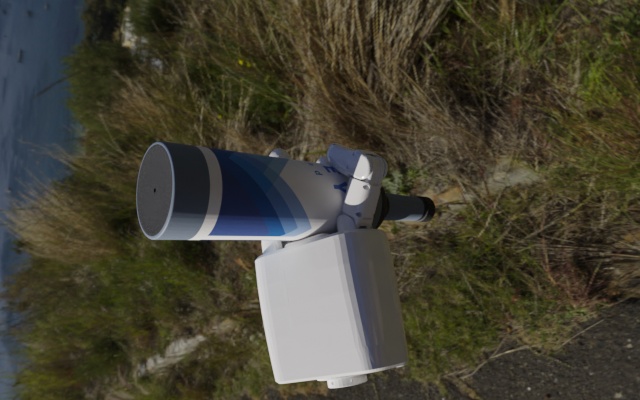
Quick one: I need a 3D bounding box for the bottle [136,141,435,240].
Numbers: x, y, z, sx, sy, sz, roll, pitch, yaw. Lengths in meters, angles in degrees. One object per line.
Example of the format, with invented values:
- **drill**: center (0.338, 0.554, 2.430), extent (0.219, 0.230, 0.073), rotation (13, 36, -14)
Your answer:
- **bottle**: center (0.000, 0.001, 0.415), extent (0.296, 0.069, 0.069), rotation (4, -3, -40)
